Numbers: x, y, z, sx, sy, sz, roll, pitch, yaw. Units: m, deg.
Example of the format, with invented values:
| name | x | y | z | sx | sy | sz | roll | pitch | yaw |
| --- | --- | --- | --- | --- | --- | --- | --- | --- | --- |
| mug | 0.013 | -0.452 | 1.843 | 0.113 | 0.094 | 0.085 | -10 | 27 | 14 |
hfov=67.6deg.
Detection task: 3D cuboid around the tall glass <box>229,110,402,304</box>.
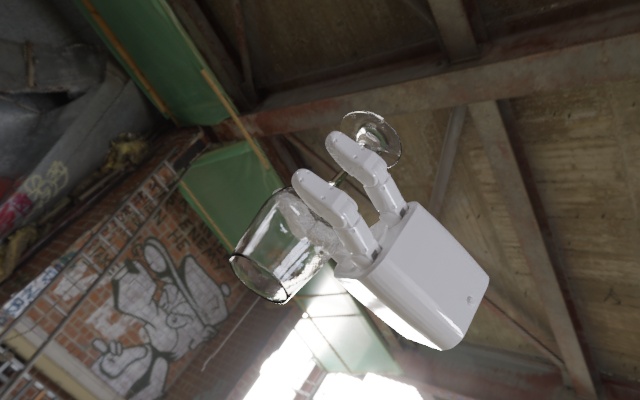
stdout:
| name | x | y | z | sx | sy | sz | roll | pitch | yaw |
| --- | --- | --- | --- | --- | --- | --- | --- | --- | --- |
| tall glass | 0.000 | 0.001 | 0.454 | 0.079 | 0.079 | 0.201 | 0 | 41 | 46 |
